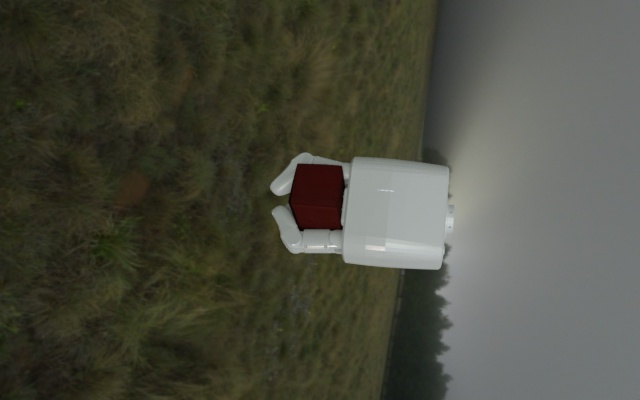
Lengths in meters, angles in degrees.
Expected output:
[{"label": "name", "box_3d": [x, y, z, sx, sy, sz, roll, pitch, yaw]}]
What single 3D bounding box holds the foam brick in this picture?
[{"label": "foam brick", "box_3d": [0.000, 0.002, 0.527, 0.051, 0.053, 0.078, 4, -29, 11]}]
